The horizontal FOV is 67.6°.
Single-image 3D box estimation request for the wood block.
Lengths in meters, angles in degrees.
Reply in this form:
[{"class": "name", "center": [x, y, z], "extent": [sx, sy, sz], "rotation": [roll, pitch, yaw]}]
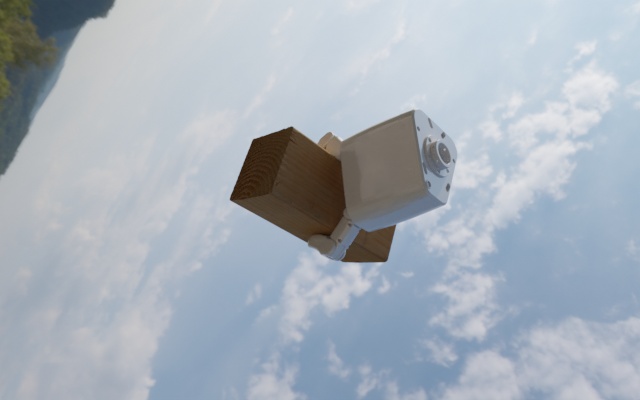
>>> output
[{"class": "wood block", "center": [0.000, 0.002, 0.621], "extent": [0.206, 0.090, 0.090], "rotation": [32, -25, -34]}]
